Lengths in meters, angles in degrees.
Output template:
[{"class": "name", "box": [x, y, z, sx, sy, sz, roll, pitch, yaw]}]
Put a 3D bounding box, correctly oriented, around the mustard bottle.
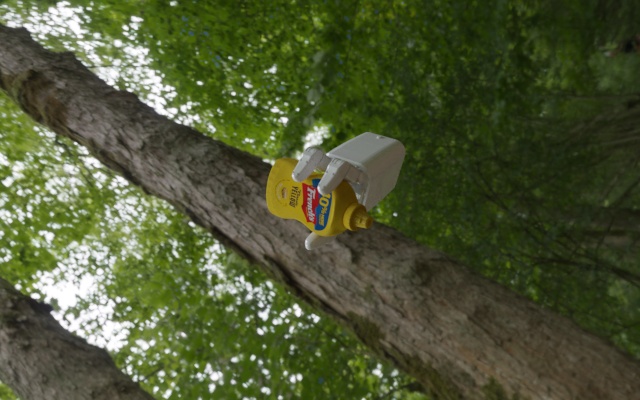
[{"class": "mustard bottle", "box": [0.000, 0.002, 0.737, 0.191, 0.096, 0.058, 22, 18, 37]}]
